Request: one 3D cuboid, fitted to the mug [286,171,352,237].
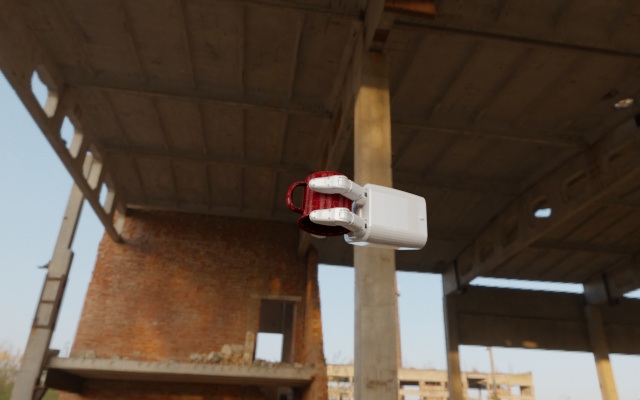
[{"bbox_3d":[-0.001,0.002,0.789,0.117,0.081,0.093,12,-28,-17],"label":"mug"}]
